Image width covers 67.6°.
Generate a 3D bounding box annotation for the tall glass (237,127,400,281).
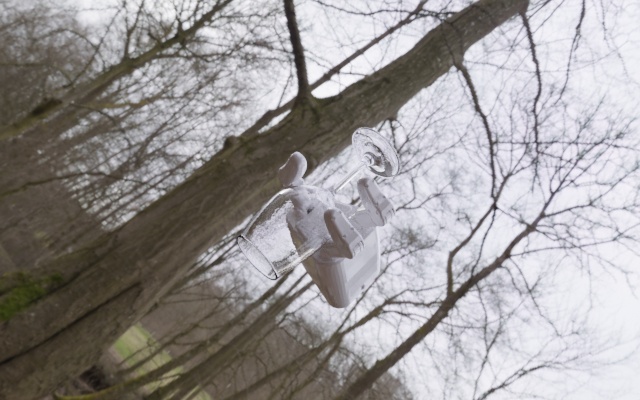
[{"bbox_3d":[0.000,0.001,0.544,0.201,0.079,0.079,-41,20,-25],"label":"tall glass"}]
